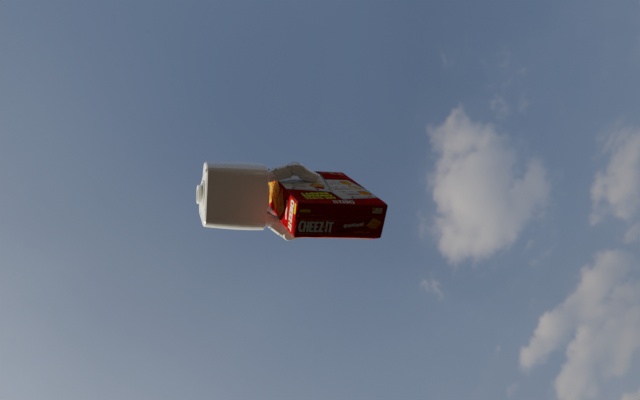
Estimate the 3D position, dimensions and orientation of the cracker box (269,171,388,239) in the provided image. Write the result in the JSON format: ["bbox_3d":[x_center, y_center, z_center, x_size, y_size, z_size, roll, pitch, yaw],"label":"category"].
[{"bbox_3d":[0.000,0.003,0.880,0.164,0.072,0.213,2,18,-20],"label":"cracker box"}]
